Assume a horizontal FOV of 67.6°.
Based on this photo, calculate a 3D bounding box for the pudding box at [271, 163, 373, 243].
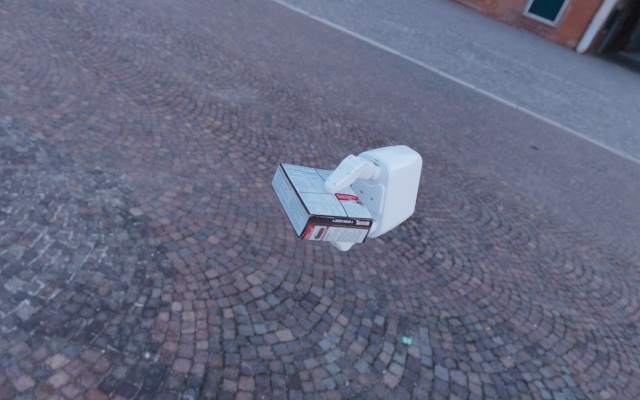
[{"bbox_3d":[0.000,0.002,0.577,0.090,0.039,0.113,5,32,-29],"label":"pudding box"}]
